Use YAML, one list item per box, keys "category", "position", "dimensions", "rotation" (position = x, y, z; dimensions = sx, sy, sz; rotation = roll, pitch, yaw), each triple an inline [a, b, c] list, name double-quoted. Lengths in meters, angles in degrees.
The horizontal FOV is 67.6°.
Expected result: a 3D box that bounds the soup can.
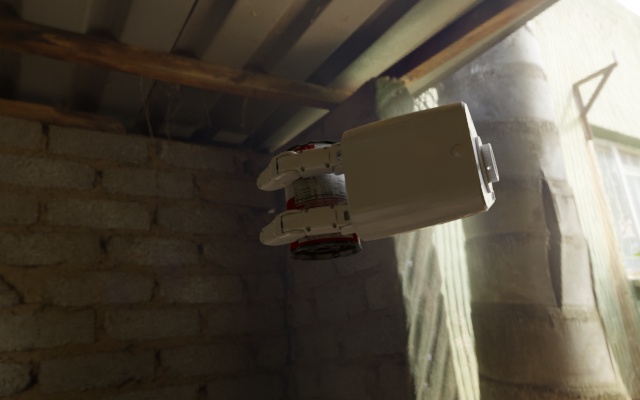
- category: "soup can"
  position: [0.000, 0.001, 0.463]
  dimensions: [0.068, 0.102, 0.068]
  rotation: [-6, -17, -2]
